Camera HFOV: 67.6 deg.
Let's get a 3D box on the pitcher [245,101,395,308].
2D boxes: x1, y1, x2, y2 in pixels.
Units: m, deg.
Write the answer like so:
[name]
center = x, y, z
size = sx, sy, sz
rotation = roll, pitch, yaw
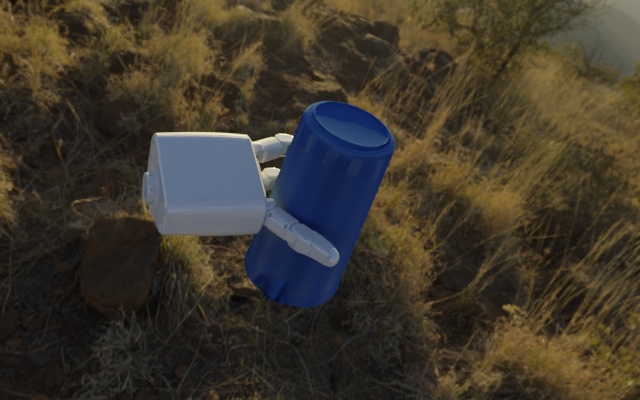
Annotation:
[pitcher]
center = 0.000, 0.002, 0.593
size = 0.145, 0.243, 0.149
rotation = 0, 42, -29
